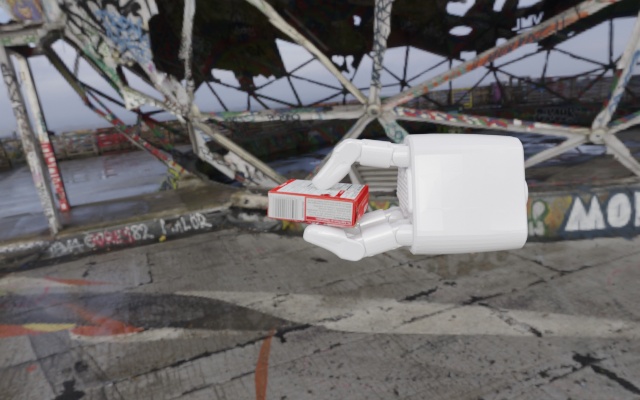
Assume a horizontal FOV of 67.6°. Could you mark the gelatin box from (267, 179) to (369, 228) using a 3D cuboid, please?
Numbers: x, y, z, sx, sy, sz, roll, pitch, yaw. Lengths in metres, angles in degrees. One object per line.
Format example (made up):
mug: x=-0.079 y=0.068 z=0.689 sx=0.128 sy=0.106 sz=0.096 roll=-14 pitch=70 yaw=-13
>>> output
gelatin box: x=0.000 y=0.001 z=0.482 sx=0.089 sy=0.030 sz=0.073 roll=6 pitch=14 yaw=13
